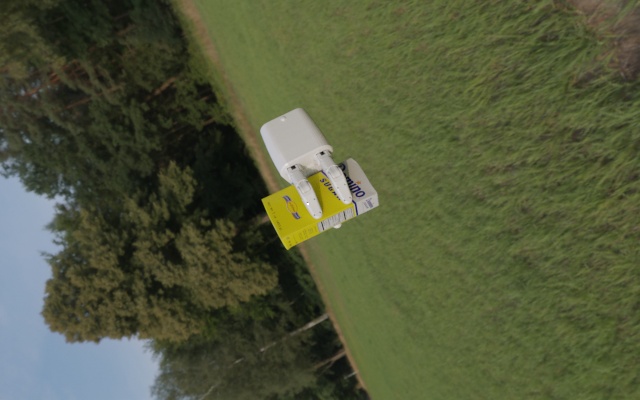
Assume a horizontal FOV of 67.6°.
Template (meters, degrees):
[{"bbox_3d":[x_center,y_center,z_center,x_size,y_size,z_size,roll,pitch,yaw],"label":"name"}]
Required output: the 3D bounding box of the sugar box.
[{"bbox_3d":[0.000,0.002,0.806,0.176,0.093,0.048,-27,-33,-5],"label":"sugar box"}]
